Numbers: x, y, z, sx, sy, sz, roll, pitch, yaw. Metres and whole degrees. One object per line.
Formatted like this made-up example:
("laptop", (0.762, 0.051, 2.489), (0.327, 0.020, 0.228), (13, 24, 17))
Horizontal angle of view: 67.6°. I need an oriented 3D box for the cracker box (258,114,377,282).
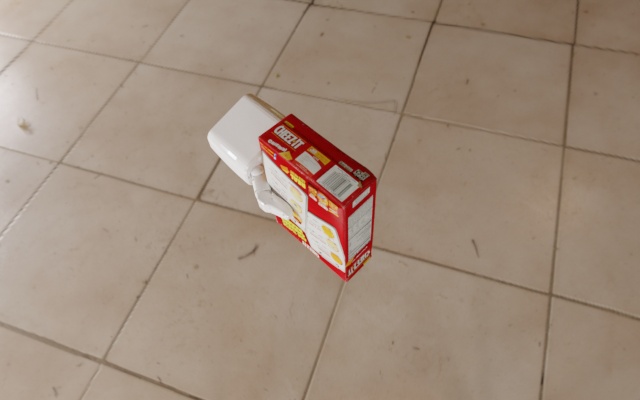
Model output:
("cracker box", (0.000, 0.002, 0.693), (0.164, 0.072, 0.214), (39, -23, 26))
